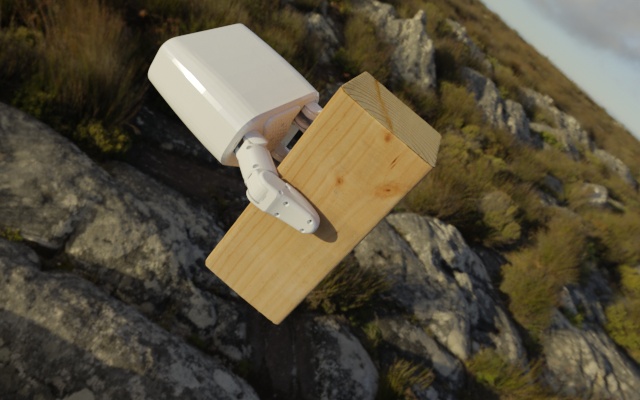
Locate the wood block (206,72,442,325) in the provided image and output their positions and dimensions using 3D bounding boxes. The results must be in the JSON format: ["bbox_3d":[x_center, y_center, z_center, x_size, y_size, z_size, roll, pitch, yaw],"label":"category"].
[{"bbox_3d":[0.000,0.001,0.421,0.090,0.206,0.090,40,28,-1],"label":"wood block"}]
